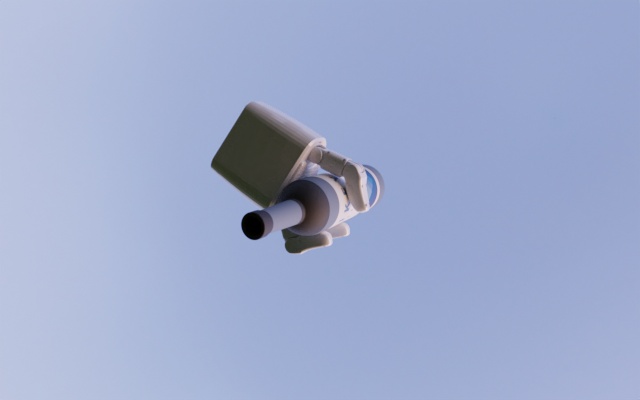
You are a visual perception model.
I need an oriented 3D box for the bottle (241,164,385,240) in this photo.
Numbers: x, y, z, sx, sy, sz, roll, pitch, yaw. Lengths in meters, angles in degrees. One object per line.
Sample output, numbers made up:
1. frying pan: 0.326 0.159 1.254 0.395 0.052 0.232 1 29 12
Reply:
1. bottle: 0.000 0.002 0.579 0.069 0.069 0.295 0 9 26
